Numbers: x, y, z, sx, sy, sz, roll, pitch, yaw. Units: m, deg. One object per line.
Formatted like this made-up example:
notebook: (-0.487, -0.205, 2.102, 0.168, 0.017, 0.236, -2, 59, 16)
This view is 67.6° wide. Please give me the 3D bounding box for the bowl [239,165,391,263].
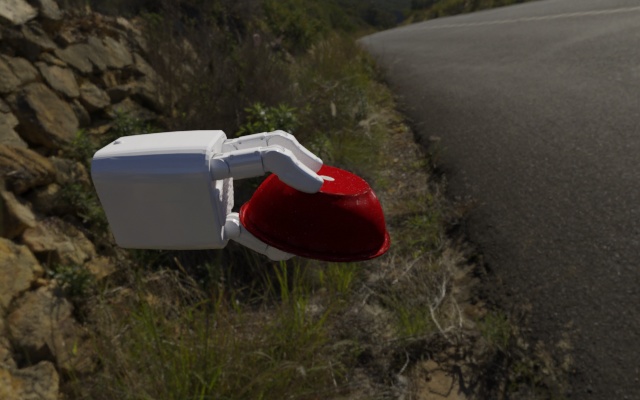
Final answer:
bowl: (0.001, 0.001, 0.494, 0.162, 0.055, 0.162, 11, 20, -4)
